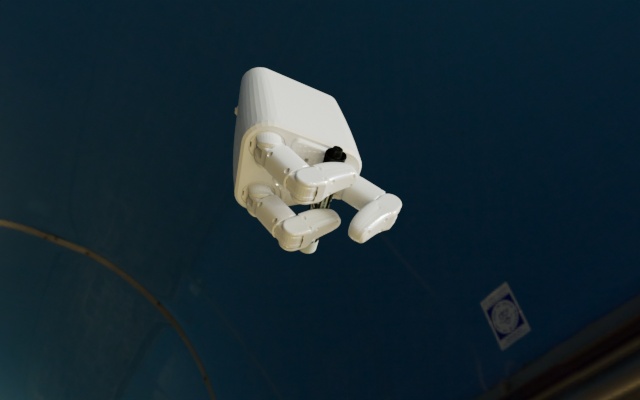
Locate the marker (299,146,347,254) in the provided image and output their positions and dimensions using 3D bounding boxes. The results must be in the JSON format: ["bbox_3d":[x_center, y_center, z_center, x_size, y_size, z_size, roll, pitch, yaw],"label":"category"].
[{"bbox_3d":[0.000,0.001,0.432,0.020,0.121,0.020,10,40,-9],"label":"marker"}]
